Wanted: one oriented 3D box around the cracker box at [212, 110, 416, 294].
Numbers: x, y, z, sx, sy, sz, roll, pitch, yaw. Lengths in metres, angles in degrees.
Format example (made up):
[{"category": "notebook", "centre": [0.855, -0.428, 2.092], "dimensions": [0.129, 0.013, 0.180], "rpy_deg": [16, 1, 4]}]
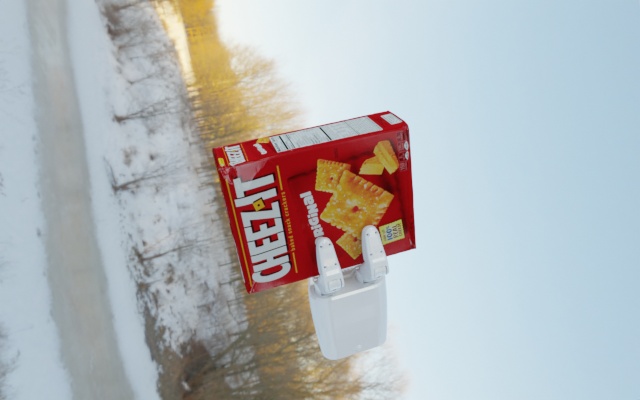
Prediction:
[{"category": "cracker box", "centre": [0.000, 0.002, 0.554], "dimensions": [0.213, 0.164, 0.072], "rpy_deg": [-14, 28, -11]}]
